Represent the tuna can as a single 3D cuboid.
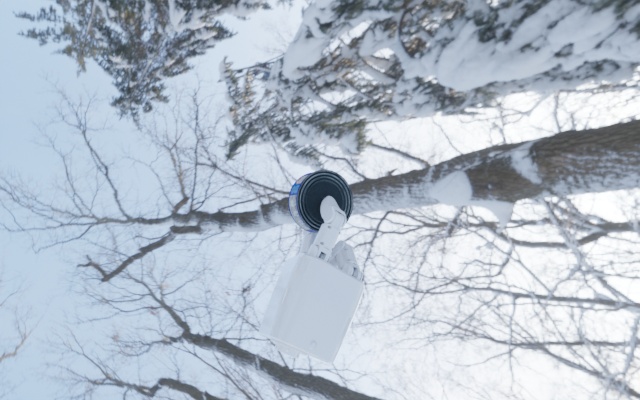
[{"bbox_3d":[0.000,0.002,0.652,0.086,0.086,0.034,0,-3,-28],"label":"tuna can"}]
